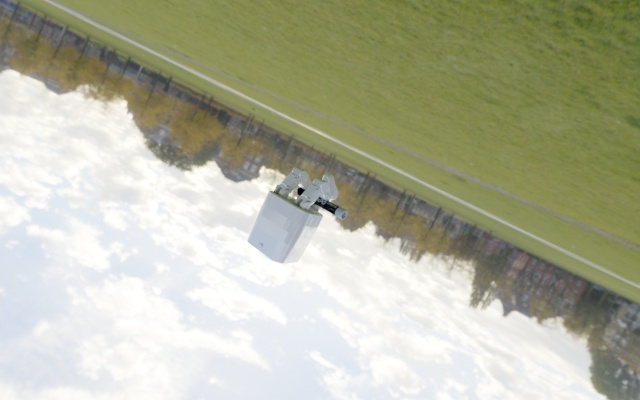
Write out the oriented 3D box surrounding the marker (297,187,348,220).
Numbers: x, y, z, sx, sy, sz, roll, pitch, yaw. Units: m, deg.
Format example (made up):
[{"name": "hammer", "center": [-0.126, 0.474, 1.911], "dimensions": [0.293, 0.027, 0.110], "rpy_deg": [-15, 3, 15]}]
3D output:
[{"name": "marker", "center": [0.000, 0.003, 0.892], "dimensions": [0.121, 0.020, 0.020], "rpy_deg": [29, 18, 36]}]
